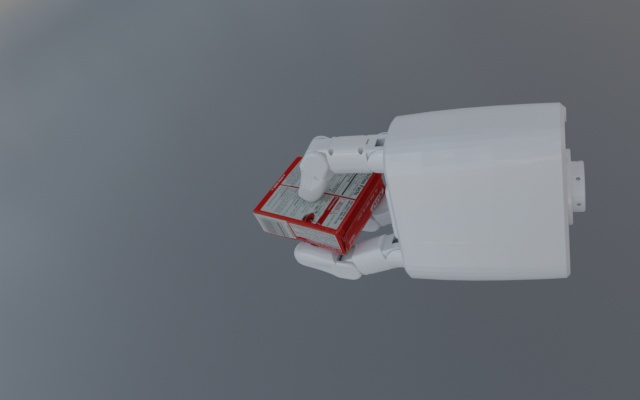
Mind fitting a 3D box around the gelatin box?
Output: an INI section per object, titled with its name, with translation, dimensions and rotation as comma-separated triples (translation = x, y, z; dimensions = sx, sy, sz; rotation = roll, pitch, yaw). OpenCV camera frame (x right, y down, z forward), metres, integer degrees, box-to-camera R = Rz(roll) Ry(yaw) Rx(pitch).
[gelatin box]
translation = 0.000, 0.001, 0.401
dimensions = 0.089, 0.073, 0.030
rotation = 12, -38, 33
